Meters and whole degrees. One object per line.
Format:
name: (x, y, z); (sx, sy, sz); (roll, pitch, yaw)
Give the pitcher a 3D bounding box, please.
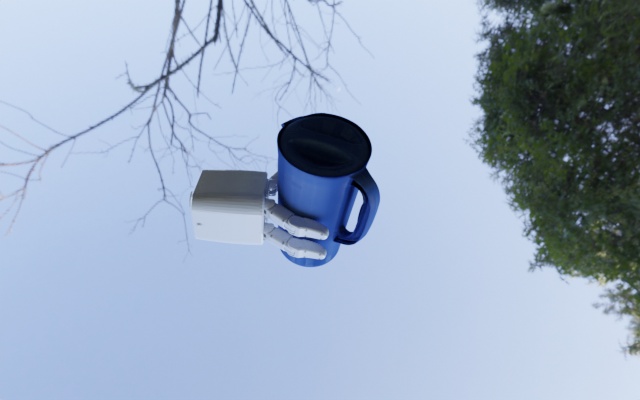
pitcher: (0.000, 0.002, 0.738); (0.145, 0.149, 0.243); (4, -42, -5)
